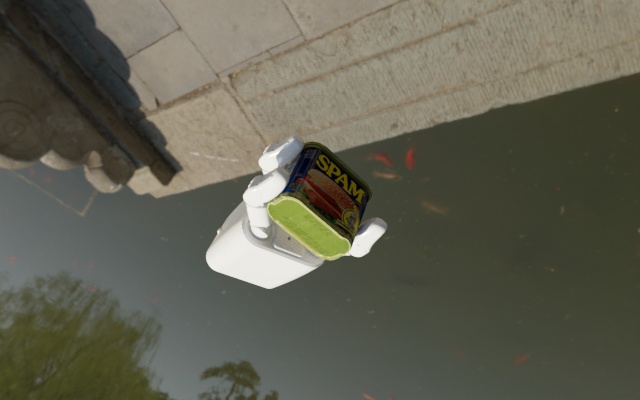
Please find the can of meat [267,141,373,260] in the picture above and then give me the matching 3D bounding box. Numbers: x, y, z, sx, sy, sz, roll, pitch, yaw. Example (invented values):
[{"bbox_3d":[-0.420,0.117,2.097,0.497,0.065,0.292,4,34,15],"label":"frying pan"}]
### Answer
[{"bbox_3d":[0.000,0.002,0.514,0.102,0.084,0.057,41,-44,-19],"label":"can of meat"}]
